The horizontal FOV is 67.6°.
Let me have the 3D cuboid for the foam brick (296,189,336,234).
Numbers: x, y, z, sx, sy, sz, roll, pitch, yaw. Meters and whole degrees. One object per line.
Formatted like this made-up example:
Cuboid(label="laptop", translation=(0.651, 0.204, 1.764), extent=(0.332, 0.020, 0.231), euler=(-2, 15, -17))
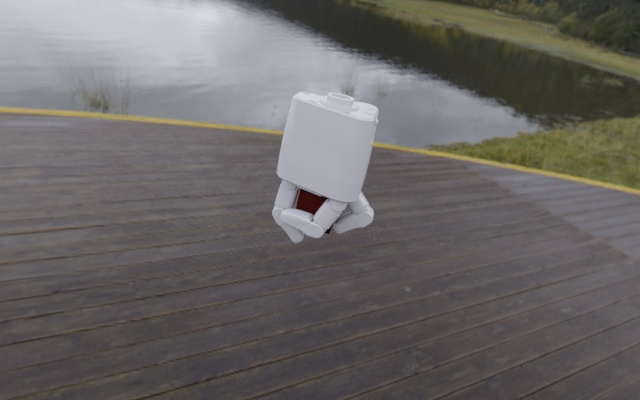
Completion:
Cuboid(label="foam brick", translation=(0.000, 0.002, 0.655), extent=(0.053, 0.051, 0.078), euler=(16, 24, 5))
